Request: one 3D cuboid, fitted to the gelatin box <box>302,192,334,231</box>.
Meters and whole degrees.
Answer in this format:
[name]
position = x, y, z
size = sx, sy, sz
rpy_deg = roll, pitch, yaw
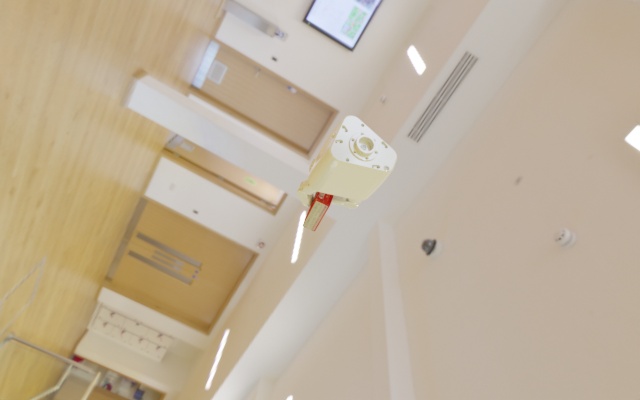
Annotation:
[gelatin box]
position = 0.000, 0.003, 0.885
size = 0.030, 0.073, 0.089
rpy_deg = 24, -41, -3
